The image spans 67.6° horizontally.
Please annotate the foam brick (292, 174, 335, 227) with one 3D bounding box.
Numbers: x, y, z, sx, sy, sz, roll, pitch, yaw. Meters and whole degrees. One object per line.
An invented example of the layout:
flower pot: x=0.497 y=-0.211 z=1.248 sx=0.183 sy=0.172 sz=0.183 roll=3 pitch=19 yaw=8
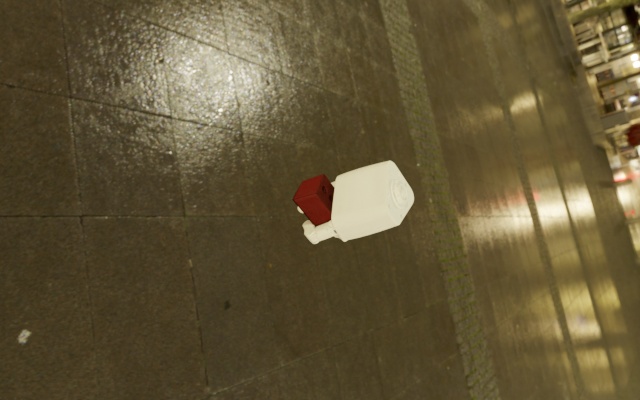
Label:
foam brick: x=0.000 y=0.003 z=0.828 sx=0.051 sy=0.078 sz=0.053 roll=-17 pitch=34 yaw=35
